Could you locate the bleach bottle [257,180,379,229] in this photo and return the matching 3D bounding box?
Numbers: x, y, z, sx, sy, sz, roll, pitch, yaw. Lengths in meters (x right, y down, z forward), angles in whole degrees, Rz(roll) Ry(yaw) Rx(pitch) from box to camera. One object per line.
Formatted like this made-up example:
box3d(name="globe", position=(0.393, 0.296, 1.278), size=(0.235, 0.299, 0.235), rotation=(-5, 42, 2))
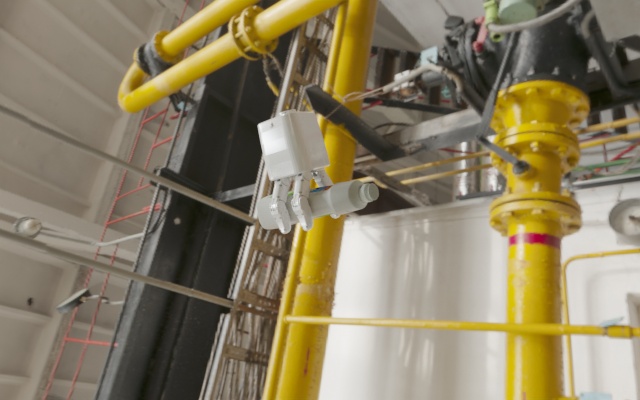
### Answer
box3d(name="bleach bottle", position=(0.000, 0.003, 0.869), size=(0.251, 0.068, 0.102), rotation=(-12, 4, 41))
